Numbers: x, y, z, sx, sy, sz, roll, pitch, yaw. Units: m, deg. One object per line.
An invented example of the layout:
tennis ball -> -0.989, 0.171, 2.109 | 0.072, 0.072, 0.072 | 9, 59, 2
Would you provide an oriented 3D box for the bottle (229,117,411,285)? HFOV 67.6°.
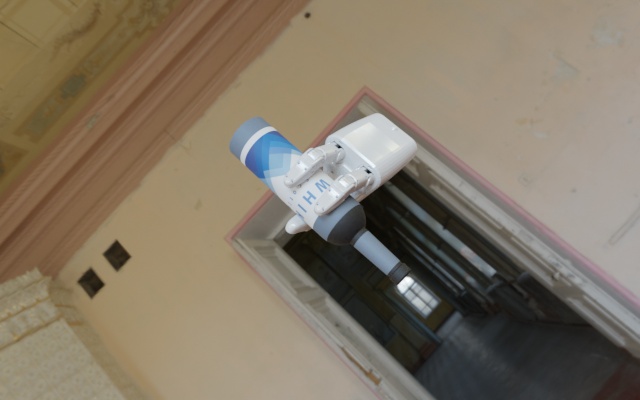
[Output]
bottle -> 0.000, 0.002, 0.638 | 0.295, 0.069, 0.069 | 42, 14, 16
